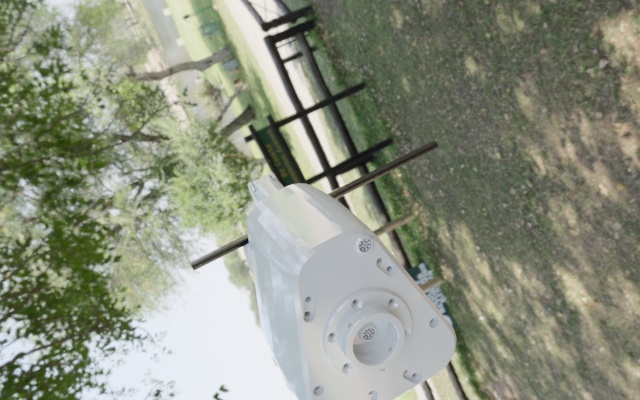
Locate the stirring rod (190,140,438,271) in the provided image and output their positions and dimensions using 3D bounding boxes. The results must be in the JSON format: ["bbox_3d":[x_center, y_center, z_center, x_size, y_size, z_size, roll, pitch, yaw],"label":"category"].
[{"bbox_3d":[0.000,0.001,0.415,0.239,0.011,0.011,-27,5,-11],"label":"stirring rod"}]
